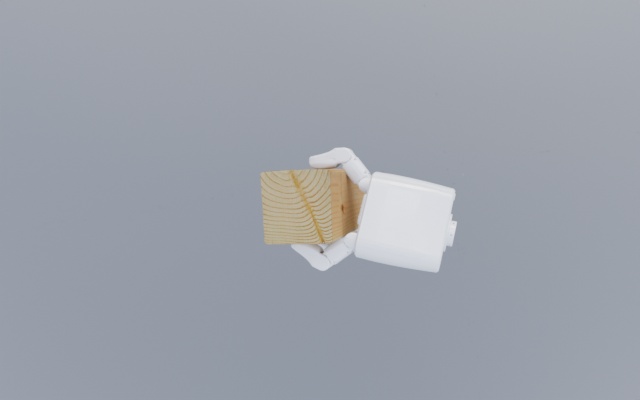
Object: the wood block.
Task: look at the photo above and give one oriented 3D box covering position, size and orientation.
[{"bbox_3d":[0.000,0.002,0.666,0.090,0.091,0.206,-2,3,17],"label":"wood block"}]
